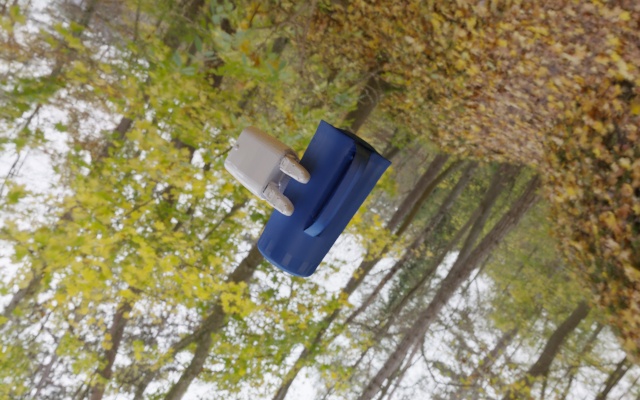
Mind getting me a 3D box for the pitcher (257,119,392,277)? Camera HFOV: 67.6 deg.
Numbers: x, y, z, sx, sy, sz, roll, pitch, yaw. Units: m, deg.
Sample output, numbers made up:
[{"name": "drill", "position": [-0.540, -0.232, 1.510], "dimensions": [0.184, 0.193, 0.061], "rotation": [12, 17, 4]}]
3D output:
[{"name": "pitcher", "position": [0.000, 0.002, 0.773], "dimensions": [0.145, 0.243, 0.149], "rotation": [36, 9, 31]}]
